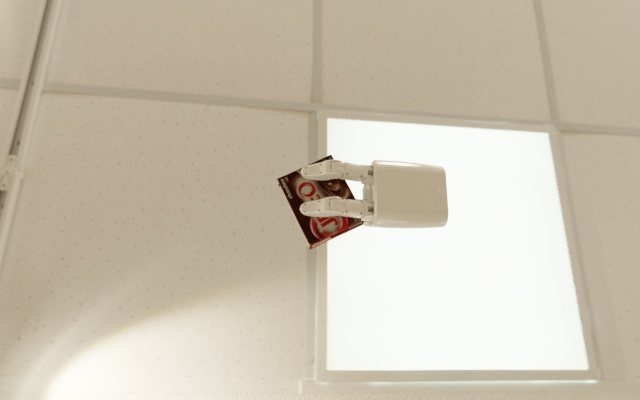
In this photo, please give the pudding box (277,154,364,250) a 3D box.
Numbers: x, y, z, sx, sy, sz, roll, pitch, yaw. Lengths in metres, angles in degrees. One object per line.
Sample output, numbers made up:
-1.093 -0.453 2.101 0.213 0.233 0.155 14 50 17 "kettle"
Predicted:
0.000 0.002 0.697 0.090 0.113 0.039 -25 -16 -10 "pudding box"
